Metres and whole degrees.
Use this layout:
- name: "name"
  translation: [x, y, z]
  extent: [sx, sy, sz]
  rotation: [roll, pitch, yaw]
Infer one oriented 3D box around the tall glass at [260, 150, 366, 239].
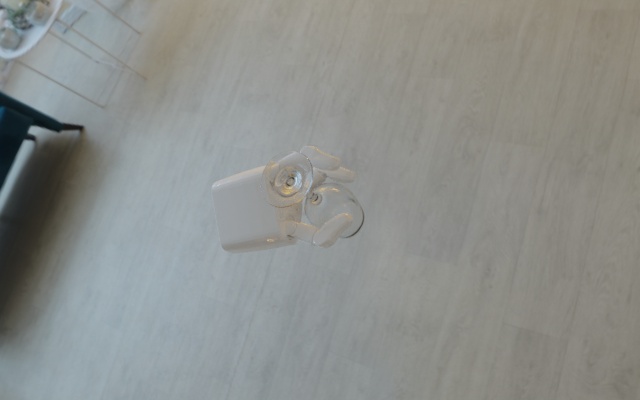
- name: "tall glass"
  translation: [0.000, 0.002, 0.669]
  extent: [0.079, 0.079, 0.201]
  rotation: [0, -17, 27]
